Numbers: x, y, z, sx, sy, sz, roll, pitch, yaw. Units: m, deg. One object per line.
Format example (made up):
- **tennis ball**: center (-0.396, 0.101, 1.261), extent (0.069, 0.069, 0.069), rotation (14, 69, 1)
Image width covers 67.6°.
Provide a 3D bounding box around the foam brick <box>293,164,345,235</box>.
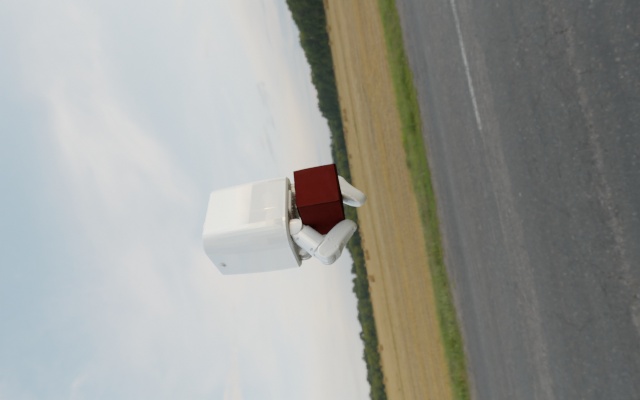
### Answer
- **foam brick**: center (0.000, 0.002, 0.570), extent (0.051, 0.053, 0.078), rotation (-8, -32, 4)
